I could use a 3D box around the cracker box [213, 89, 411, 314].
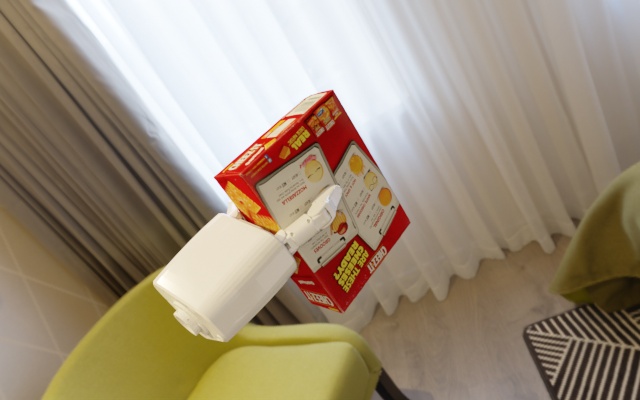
[{"bbox_3d":[0.000,0.002,0.583,0.072,0.214,0.164,1,41,51],"label":"cracker box"}]
